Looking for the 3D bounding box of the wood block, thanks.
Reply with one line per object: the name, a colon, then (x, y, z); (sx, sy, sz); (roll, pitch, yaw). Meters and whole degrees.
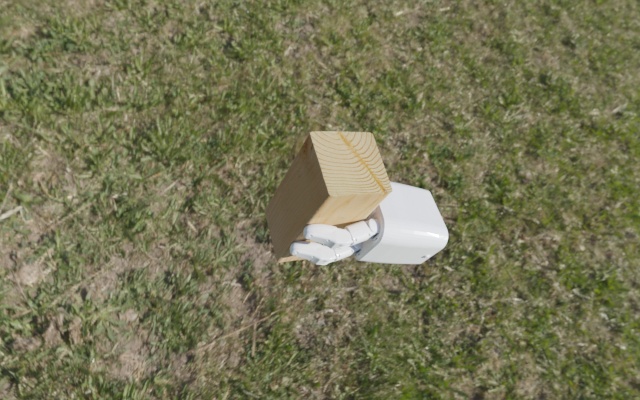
wood block: (0.000, 0.002, 0.653); (0.090, 0.090, 0.206); (-4, -27, -26)
